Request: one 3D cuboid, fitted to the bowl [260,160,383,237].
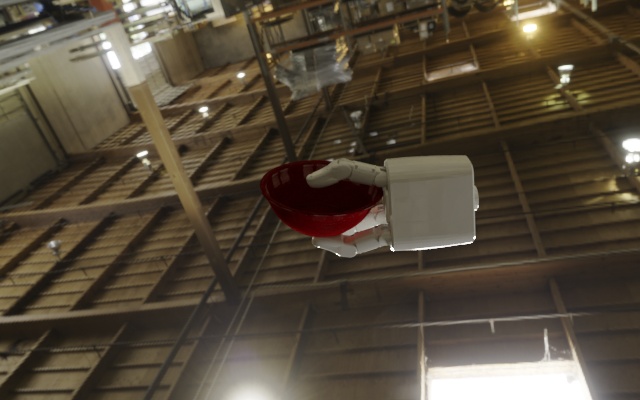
[{"bbox_3d":[-0.001,0.002,0.636,0.162,0.055,0.162,3,28,-2],"label":"bowl"}]
